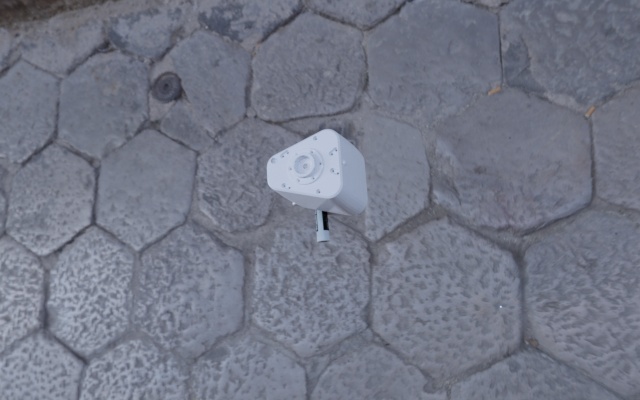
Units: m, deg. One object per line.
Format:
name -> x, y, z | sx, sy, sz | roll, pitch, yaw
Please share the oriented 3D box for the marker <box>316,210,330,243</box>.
marker -> 0.000, 0.002, 0.720 | 0.020, 0.121, 0.020 | -4, -14, -1
